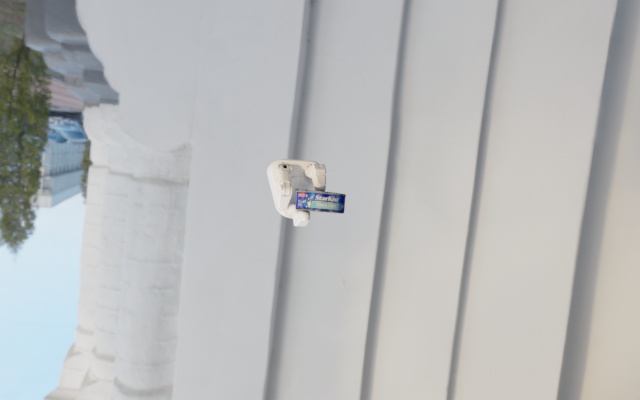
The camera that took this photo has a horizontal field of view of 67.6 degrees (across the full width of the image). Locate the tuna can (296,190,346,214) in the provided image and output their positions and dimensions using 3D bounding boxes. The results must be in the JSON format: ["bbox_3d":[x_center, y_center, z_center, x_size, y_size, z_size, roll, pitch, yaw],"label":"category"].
[{"bbox_3d":[0.000,0.003,0.819,0.086,0.034,0.086,5,-2,0],"label":"tuna can"}]
